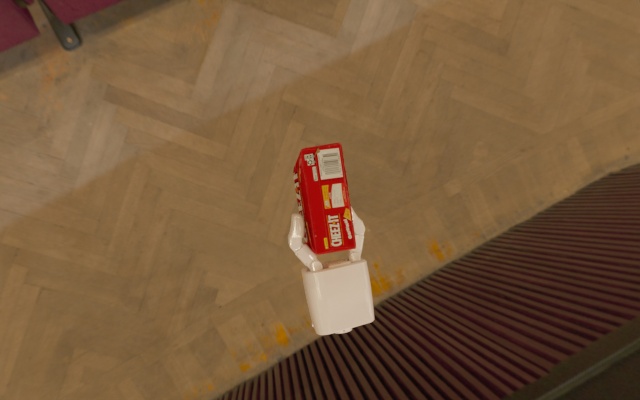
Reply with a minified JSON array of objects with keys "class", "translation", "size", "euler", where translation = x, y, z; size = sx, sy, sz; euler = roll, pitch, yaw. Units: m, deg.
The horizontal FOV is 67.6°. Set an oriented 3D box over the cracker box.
[{"class":"cracker box","translation":[0.000,0.003,0.815],"size":[0.072,0.164,0.214],"euler":[-8,-2,-7]}]
